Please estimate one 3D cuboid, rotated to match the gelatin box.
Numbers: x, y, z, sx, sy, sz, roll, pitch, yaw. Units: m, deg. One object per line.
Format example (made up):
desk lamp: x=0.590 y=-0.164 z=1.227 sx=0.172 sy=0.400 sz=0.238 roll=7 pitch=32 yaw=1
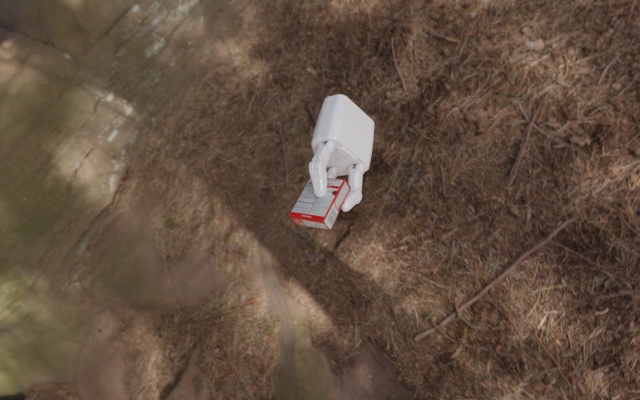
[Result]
gelatin box: x=0.000 y=0.003 z=0.801 sx=0.073 sy=0.089 sz=0.030 roll=8 pitch=-33 yaw=35
